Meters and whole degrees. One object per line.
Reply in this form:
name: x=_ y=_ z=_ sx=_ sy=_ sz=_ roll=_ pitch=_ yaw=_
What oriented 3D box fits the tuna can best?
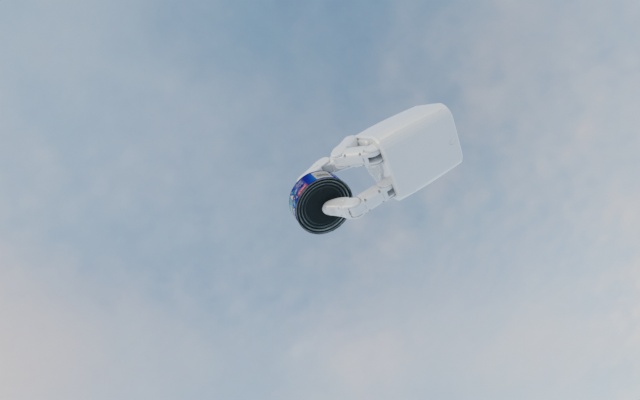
tuna can: x=0.000 y=0.002 z=0.668 sx=0.086 sy=0.086 sz=0.033 roll=0 pitch=24 yaw=-26
